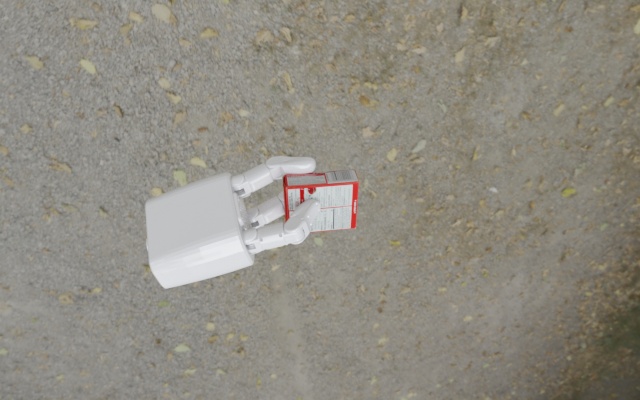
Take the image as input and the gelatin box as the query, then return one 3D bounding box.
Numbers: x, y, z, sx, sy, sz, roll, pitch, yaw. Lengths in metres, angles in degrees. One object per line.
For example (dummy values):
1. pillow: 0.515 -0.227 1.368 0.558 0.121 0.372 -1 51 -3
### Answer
1. gelatin box: 0.000 0.002 0.580 0.089 0.073 0.030 -5 38 -5
